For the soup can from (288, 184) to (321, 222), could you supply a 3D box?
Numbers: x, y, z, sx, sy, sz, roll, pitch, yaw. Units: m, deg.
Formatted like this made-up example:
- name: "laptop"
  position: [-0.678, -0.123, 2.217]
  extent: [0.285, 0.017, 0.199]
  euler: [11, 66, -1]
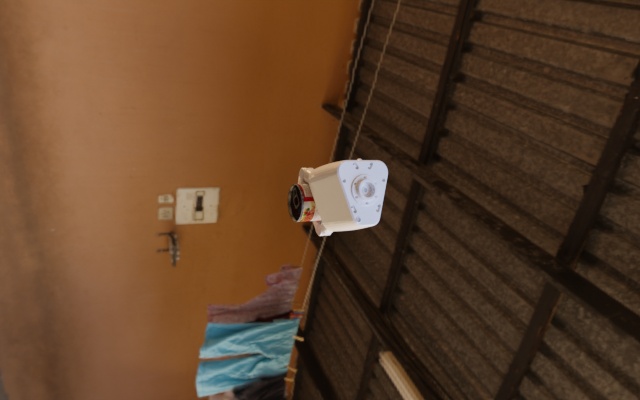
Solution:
- name: "soup can"
  position: [0.000, 0.003, 0.862]
  extent: [0.102, 0.068, 0.068]
  euler: [-2, 1, -25]
